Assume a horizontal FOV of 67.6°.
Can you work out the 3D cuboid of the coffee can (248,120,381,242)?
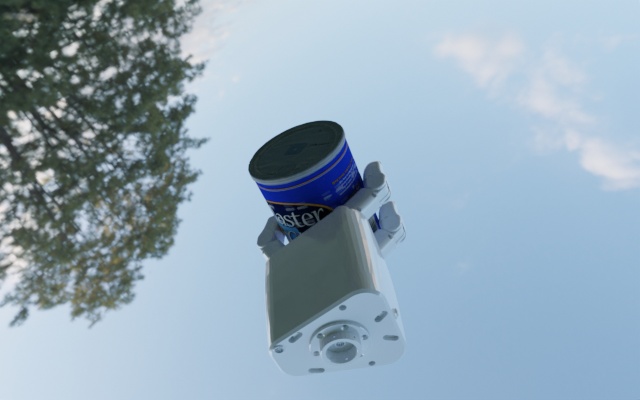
[{"bbox_3d":[0.000,0.001,0.507,0.103,0.140,0.102,-18,33,12],"label":"coffee can"}]
